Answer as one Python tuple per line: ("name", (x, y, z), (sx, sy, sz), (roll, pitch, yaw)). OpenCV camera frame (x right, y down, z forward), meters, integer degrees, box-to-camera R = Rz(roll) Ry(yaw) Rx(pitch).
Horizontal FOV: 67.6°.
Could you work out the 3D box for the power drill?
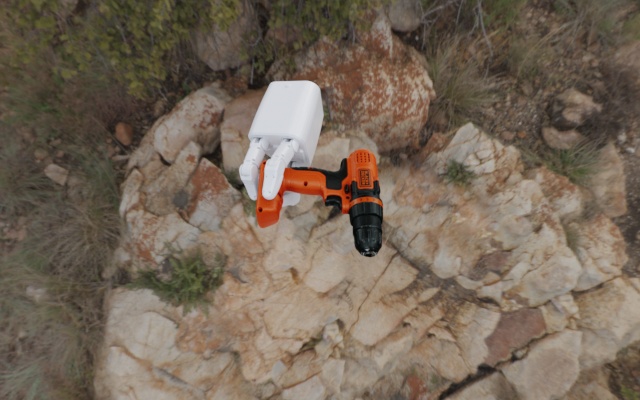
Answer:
("power drill", (0.000, 0.002, 0.721), (0.187, 0.184, 0.057), (0, -36, -1))
